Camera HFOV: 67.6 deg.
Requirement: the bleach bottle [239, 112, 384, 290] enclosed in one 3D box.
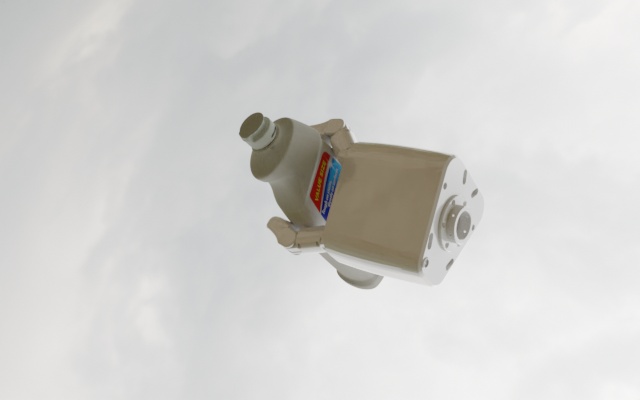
[{"bbox_3d":[0.000,0.002,0.514,0.068,0.102,0.251,14,-21,43],"label":"bleach bottle"}]
